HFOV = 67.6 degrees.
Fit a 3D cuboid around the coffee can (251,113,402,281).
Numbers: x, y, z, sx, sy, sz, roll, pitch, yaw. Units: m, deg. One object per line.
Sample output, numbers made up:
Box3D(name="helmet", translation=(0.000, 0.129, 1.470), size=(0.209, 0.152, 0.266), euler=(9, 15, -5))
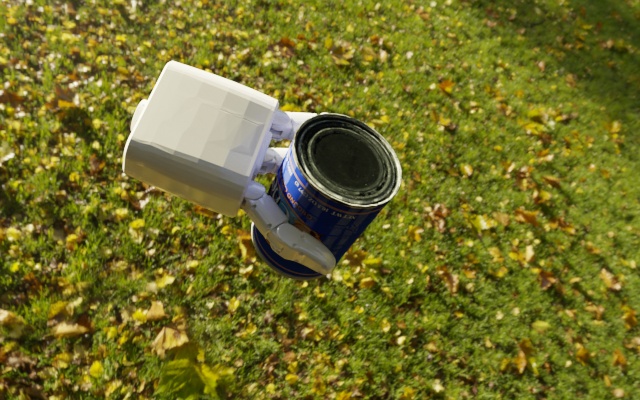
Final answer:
Box3D(name="coffee can", translation=(0.000, 0.002, 0.462), size=(0.103, 0.102, 0.140), euler=(0, -33, -25))
